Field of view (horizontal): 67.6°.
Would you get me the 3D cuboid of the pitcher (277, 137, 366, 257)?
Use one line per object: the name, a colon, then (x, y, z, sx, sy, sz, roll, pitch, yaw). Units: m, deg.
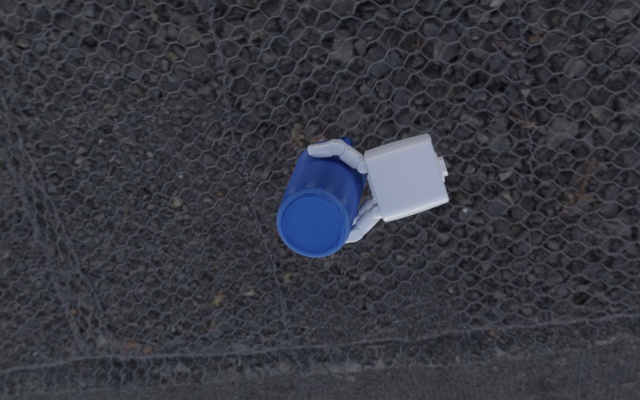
pitcher: (0.000, 0.002, 0.785, 0.145, 0.149, 0.242, -16, 18, 14)
